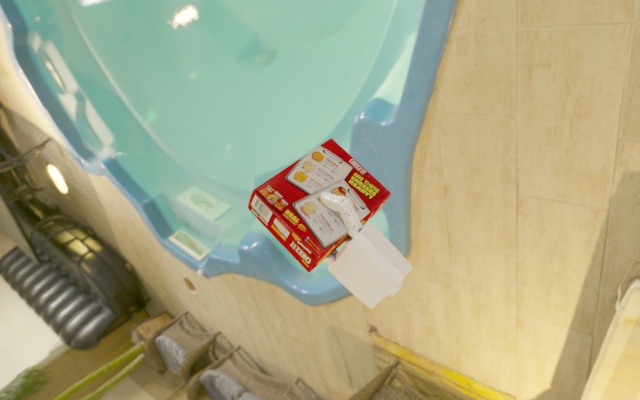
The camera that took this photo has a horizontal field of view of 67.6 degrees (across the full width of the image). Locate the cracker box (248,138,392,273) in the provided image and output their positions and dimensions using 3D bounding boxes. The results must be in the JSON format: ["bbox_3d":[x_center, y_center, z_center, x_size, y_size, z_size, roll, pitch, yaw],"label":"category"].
[{"bbox_3d":[0.000,0.003,0.873,0.213,0.164,0.072,-38,-14,-36],"label":"cracker box"}]
